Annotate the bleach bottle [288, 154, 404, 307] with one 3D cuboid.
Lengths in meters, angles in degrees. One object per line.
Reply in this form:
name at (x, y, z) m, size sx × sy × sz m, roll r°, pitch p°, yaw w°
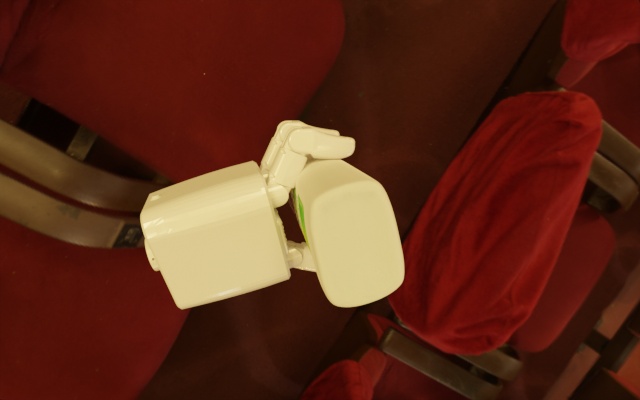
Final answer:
bleach bottle at (0.000, 0.001, 0.469) m, size 0.068 × 0.102 × 0.250 m, roll -16°, pitch 18°, yaw -9°
